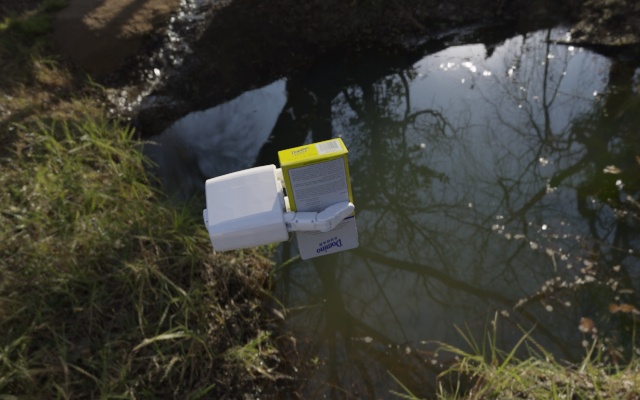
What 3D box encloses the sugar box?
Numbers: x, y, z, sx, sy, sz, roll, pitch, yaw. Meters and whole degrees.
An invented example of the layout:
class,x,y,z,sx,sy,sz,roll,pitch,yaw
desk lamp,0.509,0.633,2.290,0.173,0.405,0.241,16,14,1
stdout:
class,x,y,z,sx,sy,sz,roll,pitch,yaw
sugar box,0.000,0.002,0.701,0.093,0.176,0.048,-12,39,-4
